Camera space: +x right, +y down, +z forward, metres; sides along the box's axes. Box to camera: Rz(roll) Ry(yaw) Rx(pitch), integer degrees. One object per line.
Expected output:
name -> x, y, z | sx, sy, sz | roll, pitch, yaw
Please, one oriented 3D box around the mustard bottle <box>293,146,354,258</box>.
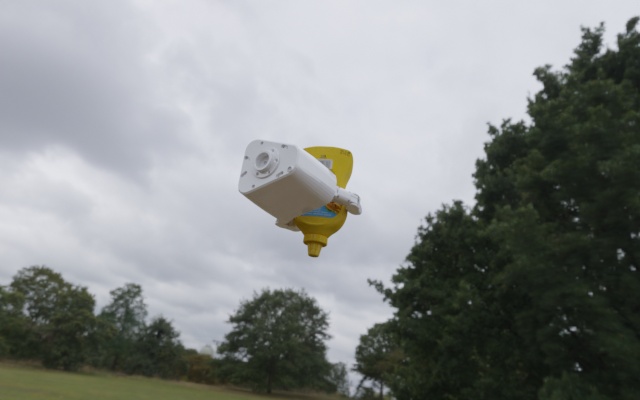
mustard bottle -> 0.000, 0.003, 0.817 | 0.096, 0.191, 0.058 | 4, -21, 9
